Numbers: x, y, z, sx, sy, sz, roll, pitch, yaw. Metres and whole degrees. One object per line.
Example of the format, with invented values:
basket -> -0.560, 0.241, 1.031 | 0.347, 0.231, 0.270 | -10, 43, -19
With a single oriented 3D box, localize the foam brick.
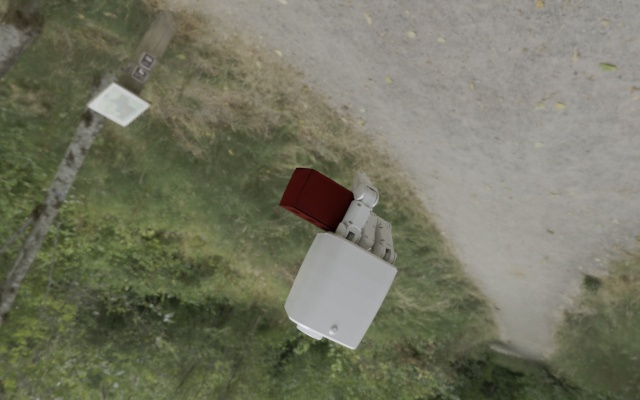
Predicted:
foam brick -> 0.000, 0.002, 0.564 | 0.078, 0.051, 0.053 | 30, -8, -22
